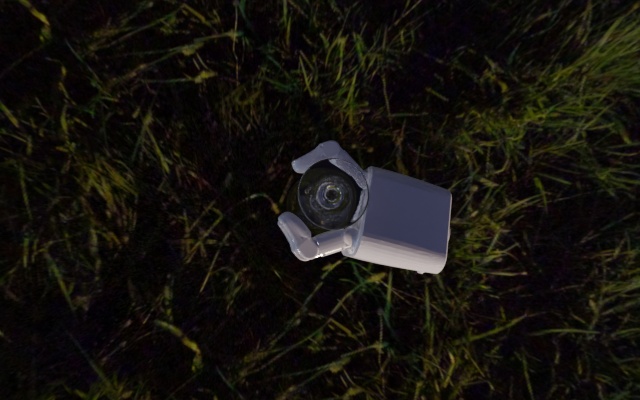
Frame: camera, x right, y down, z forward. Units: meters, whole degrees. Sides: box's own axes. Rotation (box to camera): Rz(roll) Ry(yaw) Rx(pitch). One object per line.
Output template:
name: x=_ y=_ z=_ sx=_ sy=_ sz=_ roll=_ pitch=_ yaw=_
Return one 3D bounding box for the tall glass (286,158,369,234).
tall glass: x=0.000 y=0.002 z=0.584 sx=0.079 sy=0.079 sz=0.201 roll=0 pitch=-5 yaw=-8
